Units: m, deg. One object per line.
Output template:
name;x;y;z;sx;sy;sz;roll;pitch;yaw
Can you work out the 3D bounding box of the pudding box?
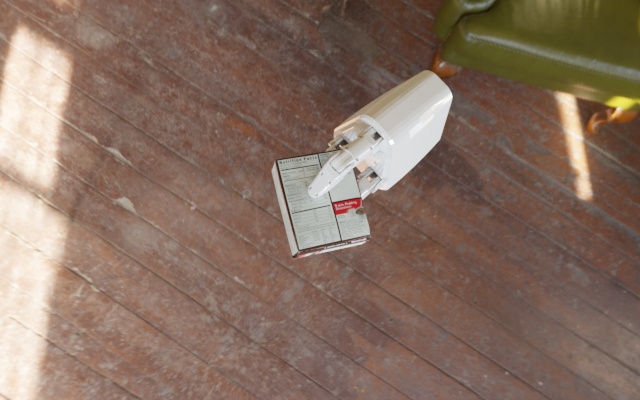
pudding box;0.000;0.002;0.545;0.090;0.113;0.039;-11;-16;-14
